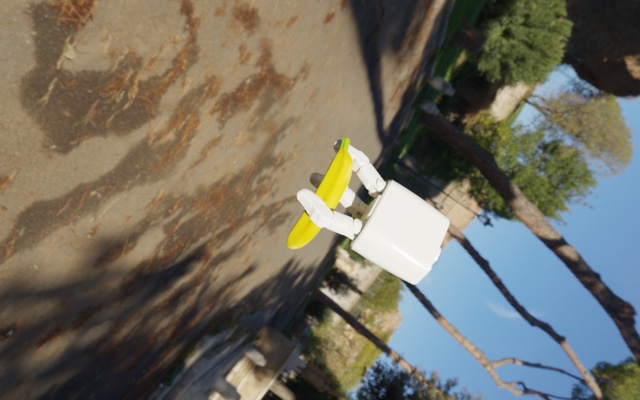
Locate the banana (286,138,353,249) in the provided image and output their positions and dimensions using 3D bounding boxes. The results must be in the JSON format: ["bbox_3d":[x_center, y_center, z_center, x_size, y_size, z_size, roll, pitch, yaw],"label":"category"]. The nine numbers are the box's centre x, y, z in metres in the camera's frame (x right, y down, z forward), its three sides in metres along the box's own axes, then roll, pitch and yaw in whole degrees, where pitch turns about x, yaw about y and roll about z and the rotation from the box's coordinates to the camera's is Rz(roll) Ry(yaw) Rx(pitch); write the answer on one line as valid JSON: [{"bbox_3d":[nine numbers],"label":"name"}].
[{"bbox_3d":[0.000,0.006,0.697,0.037,0.198,0.069,28,21,-6],"label":"banana"}]
